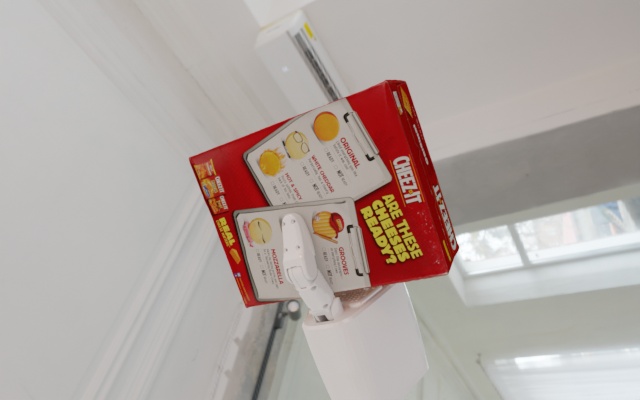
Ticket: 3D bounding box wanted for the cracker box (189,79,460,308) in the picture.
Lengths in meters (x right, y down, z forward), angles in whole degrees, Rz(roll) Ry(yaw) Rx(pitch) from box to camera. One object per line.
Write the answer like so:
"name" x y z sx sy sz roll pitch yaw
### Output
"cracker box" 0.000 0.002 0.450 0.214 0.164 0.072 -16 8 28
